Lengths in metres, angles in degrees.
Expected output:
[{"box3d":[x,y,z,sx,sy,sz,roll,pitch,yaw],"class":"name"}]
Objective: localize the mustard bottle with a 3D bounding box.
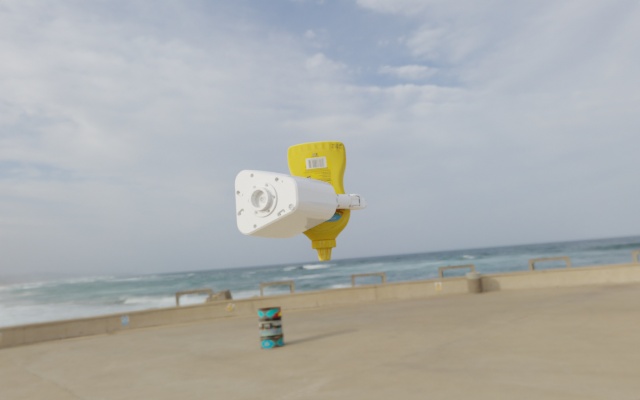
[{"box3d":[0.000,0.002,0.782,0.096,0.191,0.058,-5,-7,4],"class":"mustard bottle"}]
